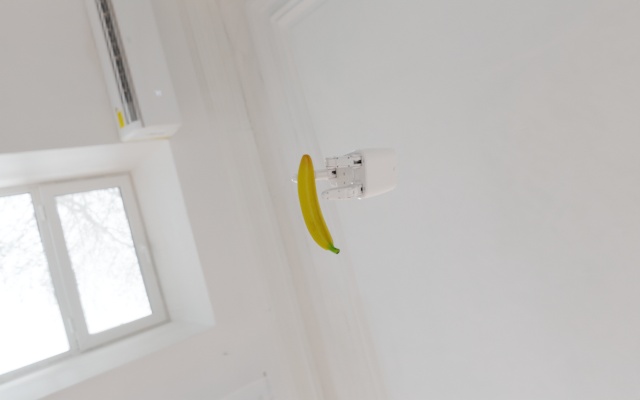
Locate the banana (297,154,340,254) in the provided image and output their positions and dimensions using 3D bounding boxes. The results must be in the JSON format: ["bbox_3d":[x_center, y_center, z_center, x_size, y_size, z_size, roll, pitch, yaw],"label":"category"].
[{"bbox_3d":[-0.010,0.012,0.912,0.037,0.197,0.070,-12,-11,-43],"label":"banana"}]
